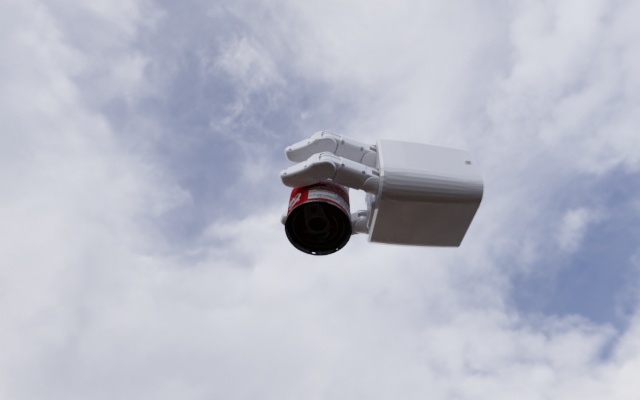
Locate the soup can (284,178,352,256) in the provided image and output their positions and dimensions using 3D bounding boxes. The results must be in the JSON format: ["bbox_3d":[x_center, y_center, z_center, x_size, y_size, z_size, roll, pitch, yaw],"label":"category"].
[{"bbox_3d":[0.000,0.002,0.518,0.068,0.068,0.102,0,33,3],"label":"soup can"}]
